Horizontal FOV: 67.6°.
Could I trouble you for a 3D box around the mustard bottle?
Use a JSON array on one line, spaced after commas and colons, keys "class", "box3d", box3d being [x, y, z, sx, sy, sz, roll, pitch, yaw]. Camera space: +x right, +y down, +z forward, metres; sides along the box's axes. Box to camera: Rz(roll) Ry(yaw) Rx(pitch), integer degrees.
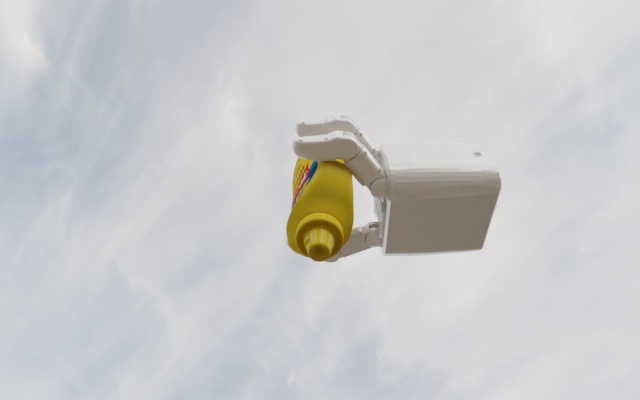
[{"class": "mustard bottle", "box3d": [0.000, 0.001, 0.469, 0.058, 0.096, 0.191, 20, 24, -9]}]
